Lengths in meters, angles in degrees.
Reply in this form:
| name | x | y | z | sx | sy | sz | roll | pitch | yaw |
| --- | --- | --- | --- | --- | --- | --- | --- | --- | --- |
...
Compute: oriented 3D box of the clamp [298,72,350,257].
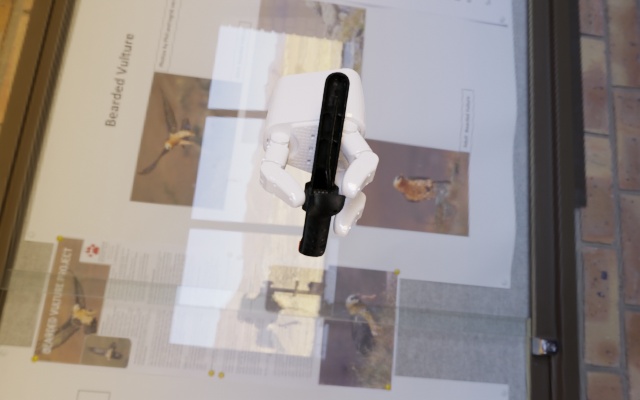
| name | x | y | z | sx | sy | sz | roll | pitch | yaw |
| --- | --- | --- | --- | --- | --- | --- | --- | --- | --- |
| clamp | -0.001 | 0.002 | 0.483 | 0.036 | 0.164 | 0.210 | 8 | -45 | -3 |
